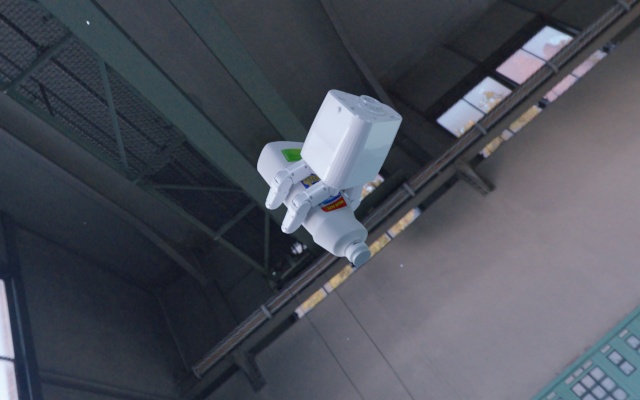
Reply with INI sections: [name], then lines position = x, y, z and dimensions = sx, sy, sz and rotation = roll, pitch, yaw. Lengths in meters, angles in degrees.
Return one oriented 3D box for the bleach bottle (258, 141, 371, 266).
[bleach bottle]
position = 0.000, 0.002, 0.722
dimensions = 0.102, 0.068, 0.250
rotation = -1, 37, -38
